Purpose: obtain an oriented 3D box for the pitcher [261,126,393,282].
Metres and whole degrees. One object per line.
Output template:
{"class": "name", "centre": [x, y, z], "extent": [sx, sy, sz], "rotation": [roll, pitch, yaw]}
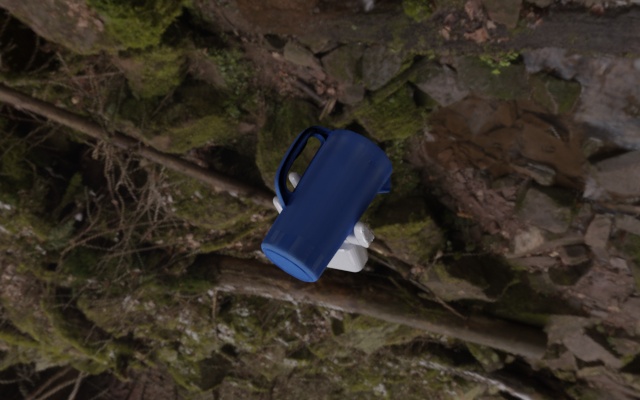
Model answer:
{"class": "pitcher", "centre": [0.000, 0.003, 0.798], "extent": [0.149, 0.242, 0.145], "rotation": [23, -22, 27]}
